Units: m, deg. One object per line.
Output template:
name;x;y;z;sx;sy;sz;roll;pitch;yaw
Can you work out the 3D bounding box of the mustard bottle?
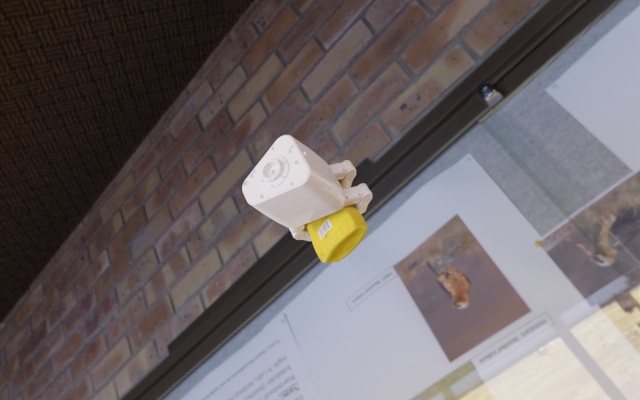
mustard bottle;0.000;0.003;0.796;0.058;0.191;0.096;4;-46;-41
